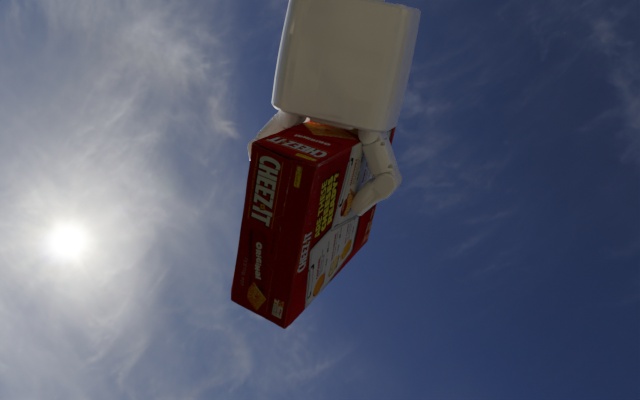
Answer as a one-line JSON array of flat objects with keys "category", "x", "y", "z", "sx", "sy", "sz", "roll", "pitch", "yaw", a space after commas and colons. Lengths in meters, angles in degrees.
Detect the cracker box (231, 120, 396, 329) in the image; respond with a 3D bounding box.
[{"category": "cracker box", "x": 0.000, "y": 0.002, "z": 0.495, "sx": 0.072, "sy": 0.164, "sz": 0.213, "roll": 21, "pitch": 26, "yaw": 20}]
